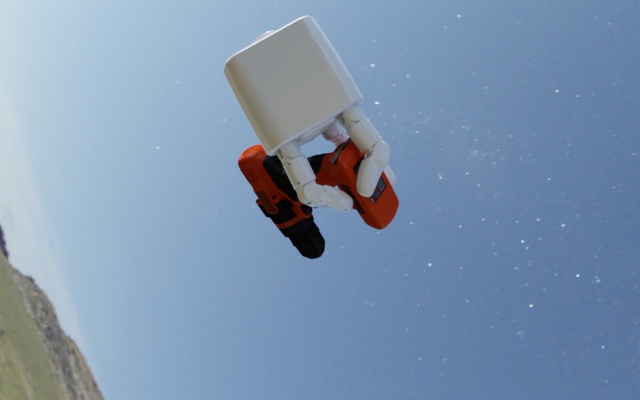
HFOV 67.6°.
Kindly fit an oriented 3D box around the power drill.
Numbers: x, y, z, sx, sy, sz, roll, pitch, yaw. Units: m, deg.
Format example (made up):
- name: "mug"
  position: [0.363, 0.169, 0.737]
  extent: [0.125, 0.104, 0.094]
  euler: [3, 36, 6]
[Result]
- name: "power drill"
  position: [0.000, 0.002, 0.596]
  extent: [0.187, 0.184, 0.057]
  euler: [-8, 35, 43]
